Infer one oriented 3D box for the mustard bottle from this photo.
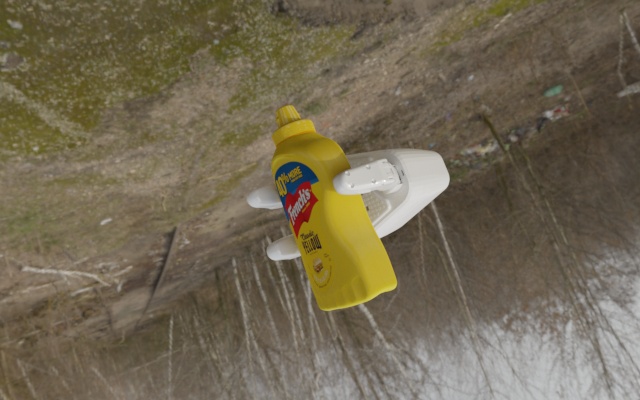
[{"bbox_3d":[0.000,0.002,0.442,0.058,0.191,0.096,-17,-8,-30],"label":"mustard bottle"}]
